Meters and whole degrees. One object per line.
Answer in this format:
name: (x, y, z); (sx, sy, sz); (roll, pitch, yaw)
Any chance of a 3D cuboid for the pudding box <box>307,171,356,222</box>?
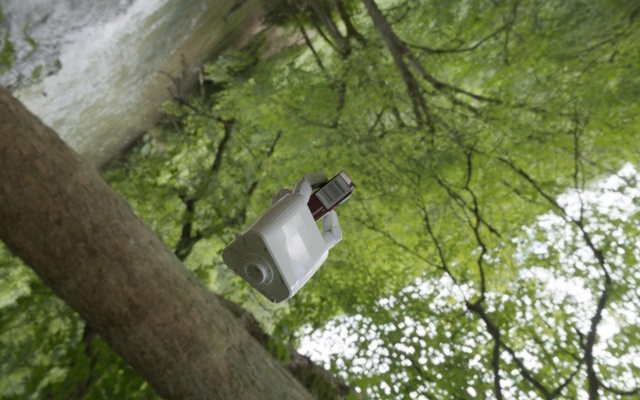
pudding box: (0.000, 0.003, 0.751); (0.113, 0.039, 0.090); (-37, 2, 10)
